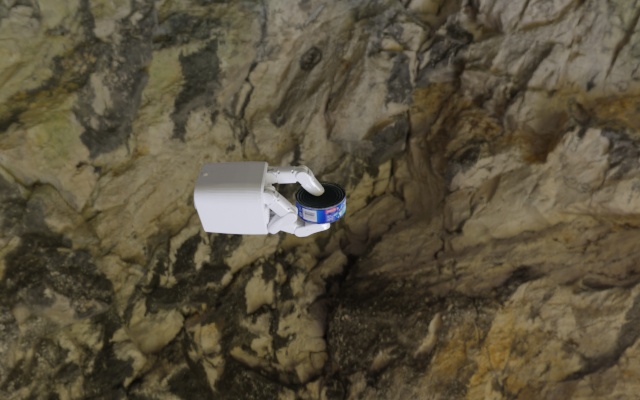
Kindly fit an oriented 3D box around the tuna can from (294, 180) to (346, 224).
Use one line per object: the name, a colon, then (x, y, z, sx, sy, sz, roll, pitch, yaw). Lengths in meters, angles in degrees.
tuna can: (0.000, 0.003, 0.802, 0.086, 0.034, 0.086, -2, 34, 1)
